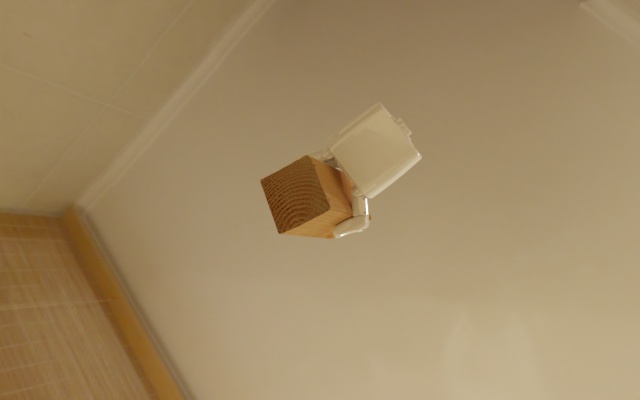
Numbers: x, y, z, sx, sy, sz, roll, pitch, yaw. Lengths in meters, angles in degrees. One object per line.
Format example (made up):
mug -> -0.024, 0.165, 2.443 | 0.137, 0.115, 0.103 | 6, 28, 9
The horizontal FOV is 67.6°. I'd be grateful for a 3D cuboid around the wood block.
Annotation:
wood block -> 0.001, 0.003, 0.779 | 0.090, 0.090, 0.206 | -27, -16, 18
